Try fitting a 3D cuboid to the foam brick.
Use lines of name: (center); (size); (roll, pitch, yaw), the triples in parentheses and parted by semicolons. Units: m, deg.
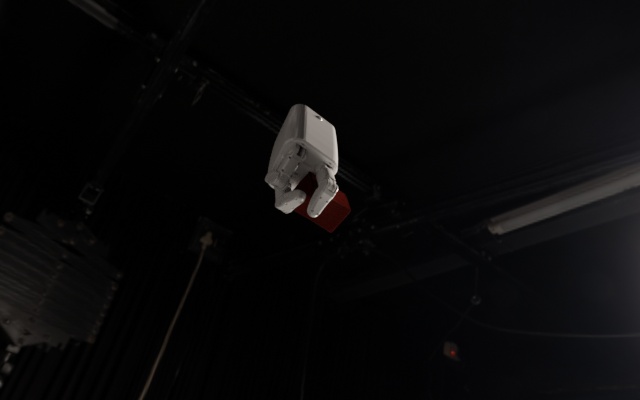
foam brick: (0.000, 0.003, 0.754); (0.078, 0.053, 0.051); (33, 22, -26)
